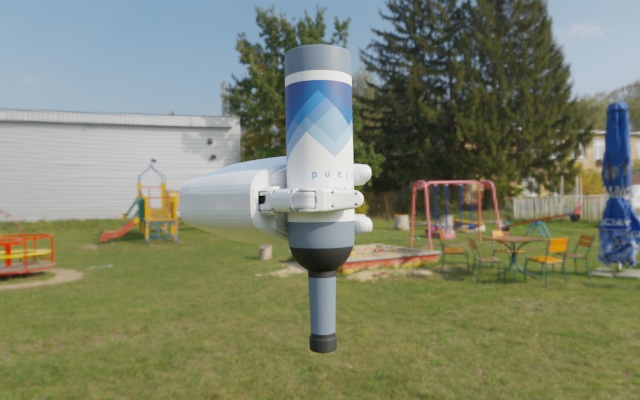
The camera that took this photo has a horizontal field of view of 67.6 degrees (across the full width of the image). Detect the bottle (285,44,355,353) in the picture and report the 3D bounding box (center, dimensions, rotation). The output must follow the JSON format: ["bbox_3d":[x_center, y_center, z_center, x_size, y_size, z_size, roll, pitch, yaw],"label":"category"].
[{"bbox_3d":[0.000,0.001,0.477,0.069,0.295,0.069,-1,0,0],"label":"bottle"}]
